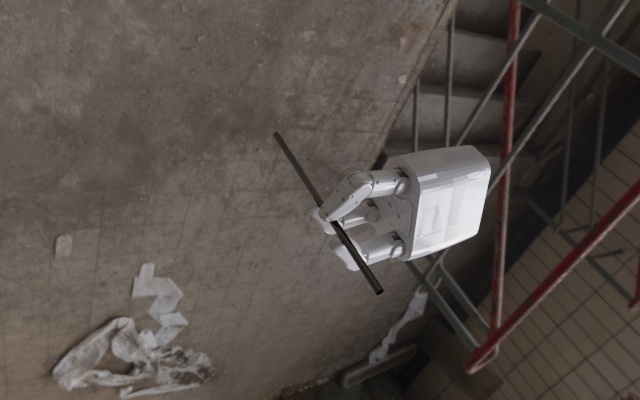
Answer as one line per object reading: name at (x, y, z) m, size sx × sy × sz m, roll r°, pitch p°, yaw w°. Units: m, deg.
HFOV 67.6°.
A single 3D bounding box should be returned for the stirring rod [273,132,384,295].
stirring rod at (0.000, 0.002, 0.498) m, size 0.011 × 0.011 × 0.239 m, roll 0°, pitch 42°, yaw -37°
